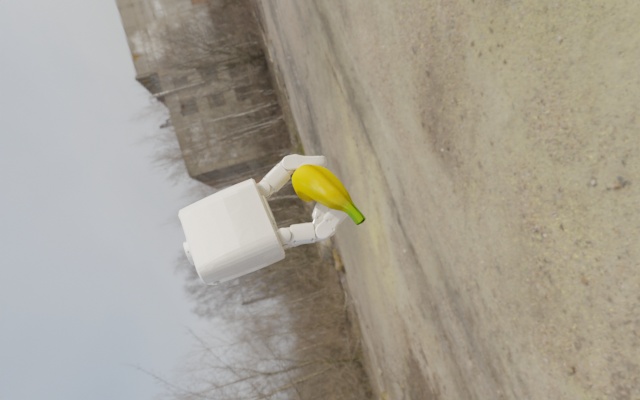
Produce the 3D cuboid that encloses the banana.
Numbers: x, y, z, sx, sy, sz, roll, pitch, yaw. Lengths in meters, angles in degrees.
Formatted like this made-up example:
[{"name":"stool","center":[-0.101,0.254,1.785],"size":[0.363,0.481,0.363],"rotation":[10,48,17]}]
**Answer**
[{"name":"banana","center":[-0.007,-0.014,0.586],"size":[0.037,0.070,0.197],"rotation":[-29,16,-10]}]
